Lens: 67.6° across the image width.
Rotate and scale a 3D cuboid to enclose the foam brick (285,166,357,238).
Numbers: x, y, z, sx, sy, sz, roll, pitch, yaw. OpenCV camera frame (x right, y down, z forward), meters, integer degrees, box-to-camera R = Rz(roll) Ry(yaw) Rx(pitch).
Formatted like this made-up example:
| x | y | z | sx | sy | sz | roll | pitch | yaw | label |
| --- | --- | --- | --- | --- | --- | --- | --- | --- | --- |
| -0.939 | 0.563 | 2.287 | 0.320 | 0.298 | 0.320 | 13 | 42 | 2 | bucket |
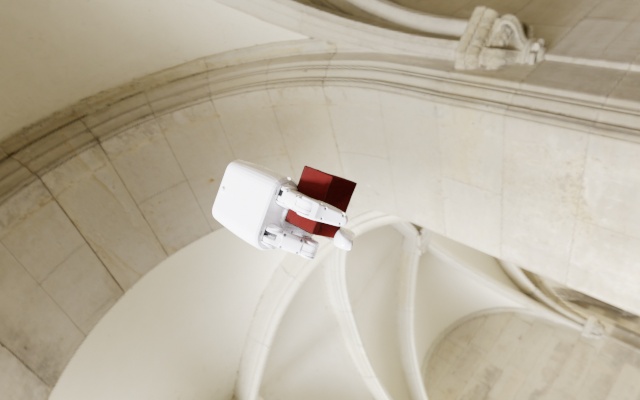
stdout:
| x | y | z | sx | sy | sz | roll | pitch | yaw | label |
| --- | --- | --- | --- | --- | --- | --- | --- | --- | --- |
| 0.000 | 0.002 | 0.604 | 0.051 | 0.078 | 0.053 | 25 | 6 | 40 | foam brick |
